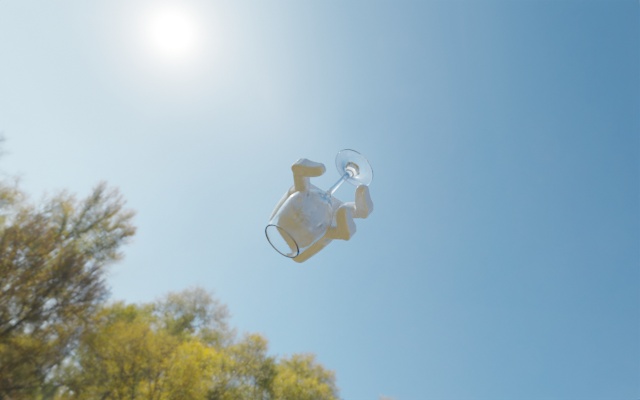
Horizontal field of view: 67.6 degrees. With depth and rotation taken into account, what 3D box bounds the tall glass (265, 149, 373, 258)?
[{"bbox_3d":[0.001,0.002,0.745,0.079,0.079,0.201,0,35,44],"label":"tall glass"}]
